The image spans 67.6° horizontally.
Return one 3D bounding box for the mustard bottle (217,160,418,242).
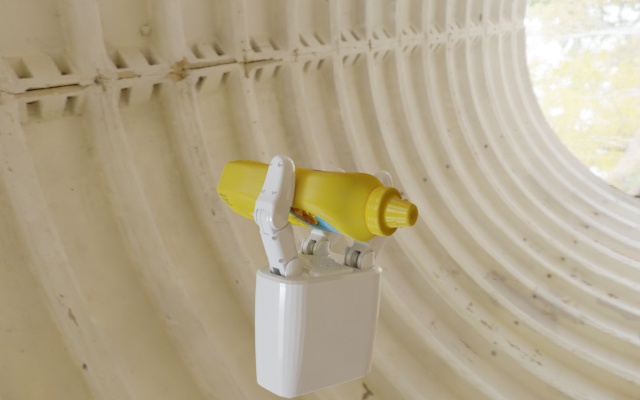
[{"bbox_3d":[0.000,0.001,0.437,0.191,0.058,0.096,9,-14,39],"label":"mustard bottle"}]
